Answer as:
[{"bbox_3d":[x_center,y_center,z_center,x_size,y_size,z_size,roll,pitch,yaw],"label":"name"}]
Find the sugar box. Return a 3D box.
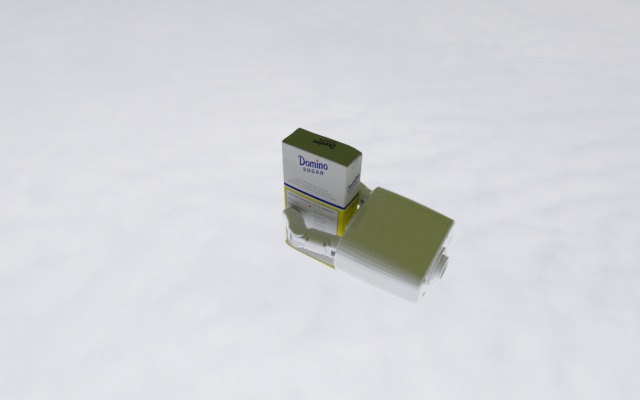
[{"bbox_3d":[0.001,0.002,0.610,0.093,0.176,0.048,24,43,23],"label":"sugar box"}]
